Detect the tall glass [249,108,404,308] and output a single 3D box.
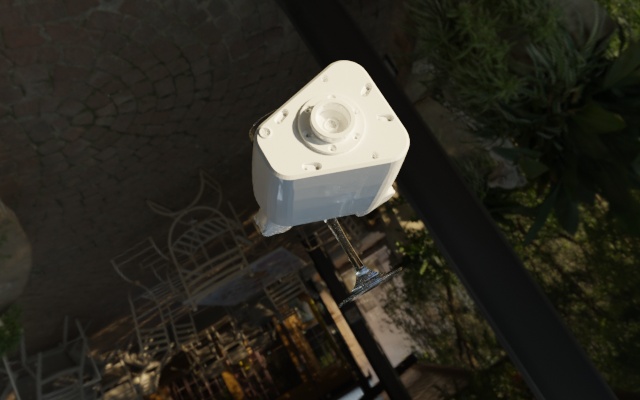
[{"bbox_3d":[0.000,0.002,0.485,0.079,0.201,0.079,-29,-14,-8],"label":"tall glass"}]
